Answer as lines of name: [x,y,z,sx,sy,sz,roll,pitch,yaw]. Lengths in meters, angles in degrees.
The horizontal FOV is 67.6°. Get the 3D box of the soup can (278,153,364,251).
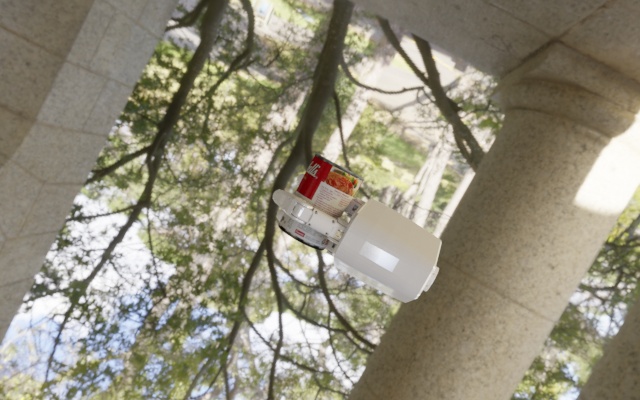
soup can: [-0.001,0.002,0.589,0.068,0.102,0.068,28,5,-3]
